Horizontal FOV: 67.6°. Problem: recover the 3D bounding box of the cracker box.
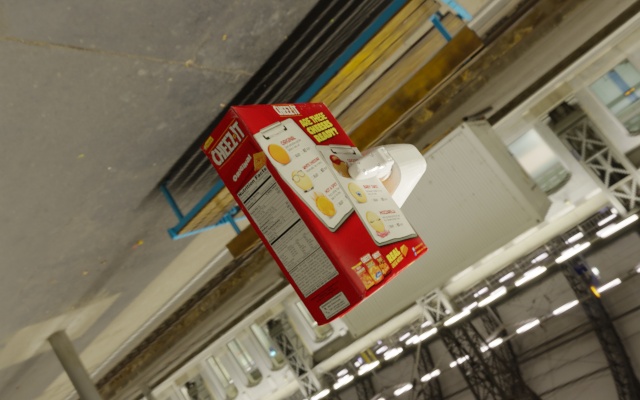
[{"bbox_3d":[0.000,0.002,0.500,0.072,0.213,0.164,-42,-12,32],"label":"cracker box"}]
